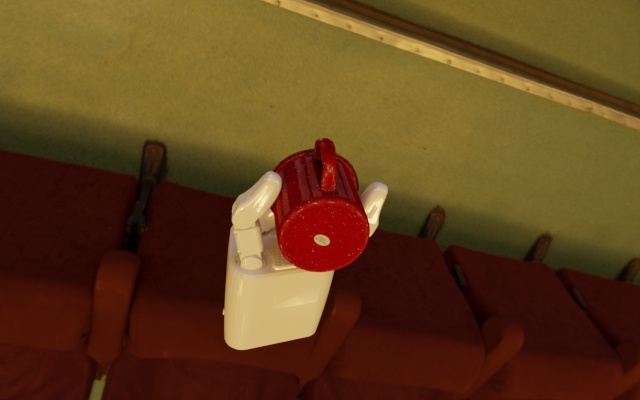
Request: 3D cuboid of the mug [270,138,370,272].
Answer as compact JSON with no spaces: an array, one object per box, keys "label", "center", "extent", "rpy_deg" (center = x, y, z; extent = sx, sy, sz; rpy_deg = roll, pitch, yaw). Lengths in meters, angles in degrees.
[{"label":"mug","center":[0.000,0.000,0.433],"extent":[0.093,0.117,0.081],"rpy_deg":[4,32,-12]}]
